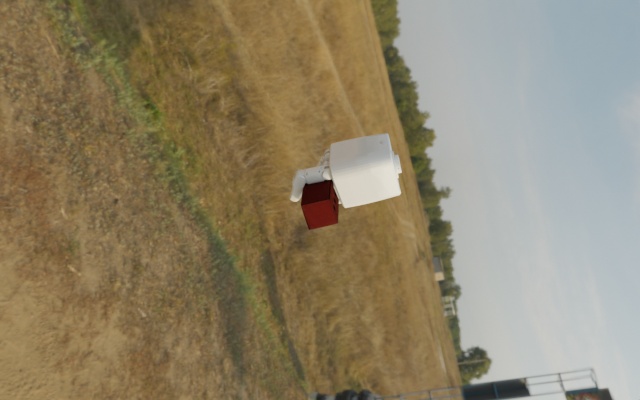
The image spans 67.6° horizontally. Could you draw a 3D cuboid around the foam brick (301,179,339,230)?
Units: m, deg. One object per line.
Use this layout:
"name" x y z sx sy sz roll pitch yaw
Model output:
"foam brick" 0.000 0.003 0.814 0.051 0.053 0.078 -11 33 11
